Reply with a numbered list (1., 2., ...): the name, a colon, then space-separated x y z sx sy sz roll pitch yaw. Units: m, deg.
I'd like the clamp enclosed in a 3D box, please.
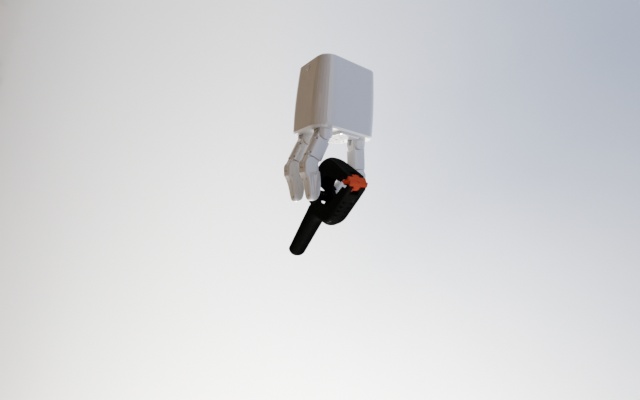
1. clamp: 0.001 0.002 0.695 0.036 0.164 0.210 3 -3 -27
